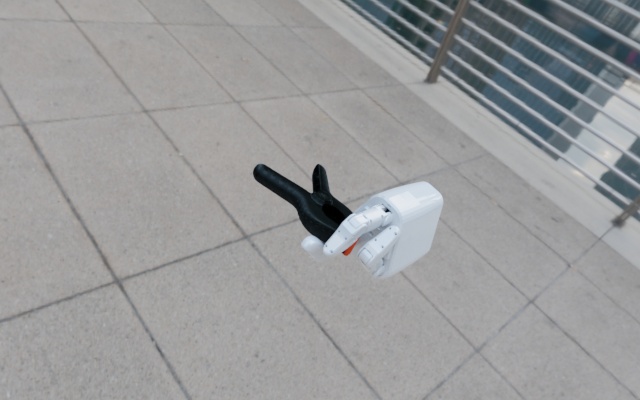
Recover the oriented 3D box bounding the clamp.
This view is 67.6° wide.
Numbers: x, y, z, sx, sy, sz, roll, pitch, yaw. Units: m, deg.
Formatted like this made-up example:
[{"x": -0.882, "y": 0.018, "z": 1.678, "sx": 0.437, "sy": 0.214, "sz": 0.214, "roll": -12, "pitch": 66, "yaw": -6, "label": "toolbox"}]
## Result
[{"x": 0.000, "y": 0.002, "z": 0.640, "sx": 0.120, "sy": 0.039, "sz": 0.171, "roll": -18, "pitch": 54, "yaw": -43, "label": "clamp"}]
